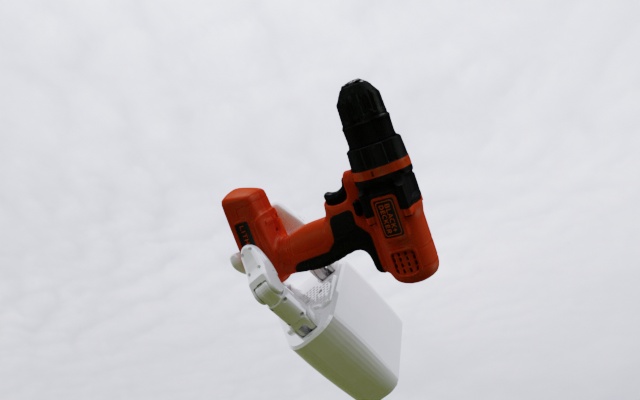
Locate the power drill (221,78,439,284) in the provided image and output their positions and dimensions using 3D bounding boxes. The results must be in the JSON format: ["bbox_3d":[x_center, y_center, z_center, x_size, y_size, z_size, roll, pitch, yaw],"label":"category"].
[{"bbox_3d":[0.000,0.002,0.447,0.188,0.184,0.057,-16,7,29],"label":"power drill"}]
